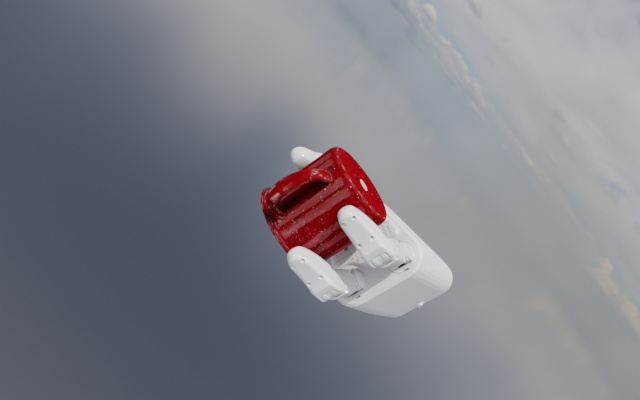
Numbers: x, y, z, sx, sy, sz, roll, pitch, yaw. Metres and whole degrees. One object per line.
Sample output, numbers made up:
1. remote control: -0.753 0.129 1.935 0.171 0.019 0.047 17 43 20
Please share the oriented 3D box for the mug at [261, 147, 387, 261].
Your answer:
1. mug: -0.001 0.001 0.425 0.081 0.093 0.117 -35 -33 17
